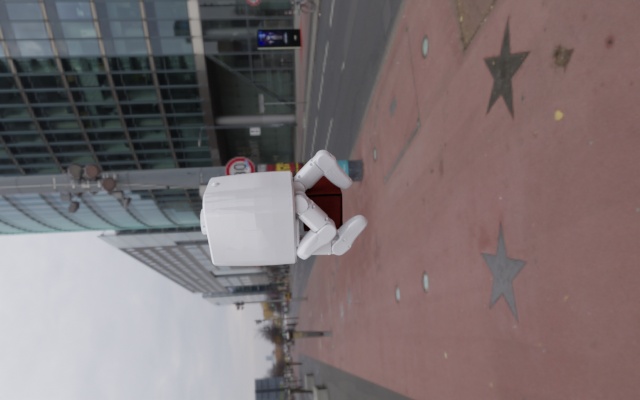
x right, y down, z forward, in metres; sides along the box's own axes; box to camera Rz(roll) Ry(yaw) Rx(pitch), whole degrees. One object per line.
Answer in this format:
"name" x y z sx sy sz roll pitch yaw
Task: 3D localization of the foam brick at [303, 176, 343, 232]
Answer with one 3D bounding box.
"foam brick" 0.000 0.002 0.650 0.051 0.053 0.078 -3 21 -4
